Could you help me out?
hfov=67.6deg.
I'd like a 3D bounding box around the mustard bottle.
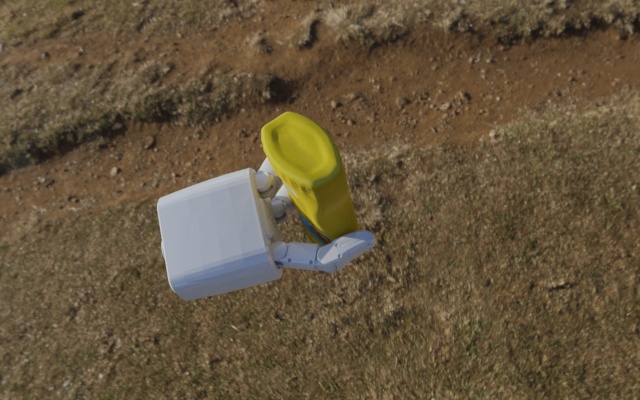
[{"bbox_3d":[0.000,0.001,0.497,0.058,0.096,0.192,-36,-33,-10],"label":"mustard bottle"}]
